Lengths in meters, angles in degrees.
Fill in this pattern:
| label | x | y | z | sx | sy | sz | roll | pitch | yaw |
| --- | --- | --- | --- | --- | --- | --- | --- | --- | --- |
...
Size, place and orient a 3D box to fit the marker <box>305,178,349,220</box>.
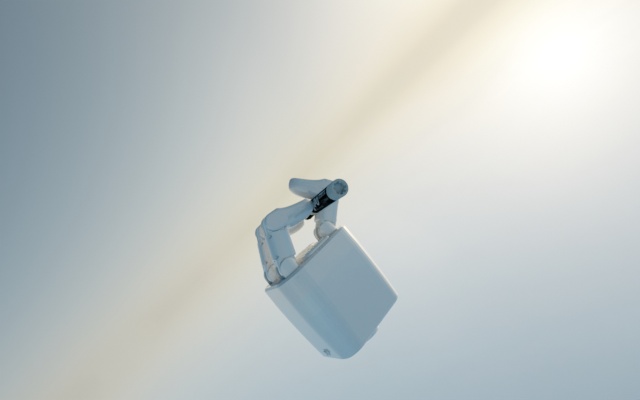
| label | x | y | z | sx | sy | sz | roll | pitch | yaw |
| --- | --- | --- | --- | --- | --- | --- | --- | --- | --- |
| marker | 0.000 | 0.002 | 0.518 | 0.020 | 0.020 | 0.121 | 0 | -14 | -19 |
